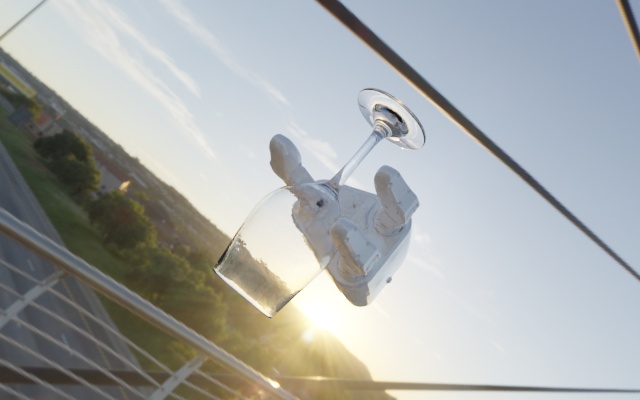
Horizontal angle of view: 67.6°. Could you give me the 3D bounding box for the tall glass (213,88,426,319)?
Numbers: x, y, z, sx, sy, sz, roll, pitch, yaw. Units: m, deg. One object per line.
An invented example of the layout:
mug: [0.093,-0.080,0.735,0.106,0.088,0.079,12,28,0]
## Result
tall glass: [0.000,0.001,0.404,0.079,0.201,0.079,38,-13,11]
